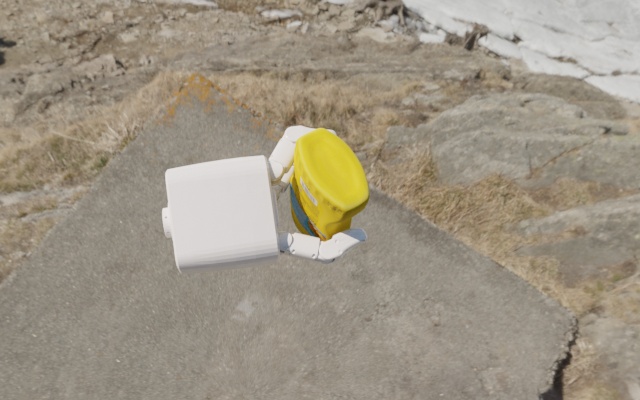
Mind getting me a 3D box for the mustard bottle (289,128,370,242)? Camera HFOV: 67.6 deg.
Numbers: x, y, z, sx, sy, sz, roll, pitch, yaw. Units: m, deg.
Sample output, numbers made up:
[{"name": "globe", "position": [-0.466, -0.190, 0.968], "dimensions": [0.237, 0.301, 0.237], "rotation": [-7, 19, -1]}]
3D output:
[{"name": "mustard bottle", "position": [0.000, 0.002, 0.561], "dimensions": [0.058, 0.096, 0.192], "rotation": [-30, -15, -18]}]
